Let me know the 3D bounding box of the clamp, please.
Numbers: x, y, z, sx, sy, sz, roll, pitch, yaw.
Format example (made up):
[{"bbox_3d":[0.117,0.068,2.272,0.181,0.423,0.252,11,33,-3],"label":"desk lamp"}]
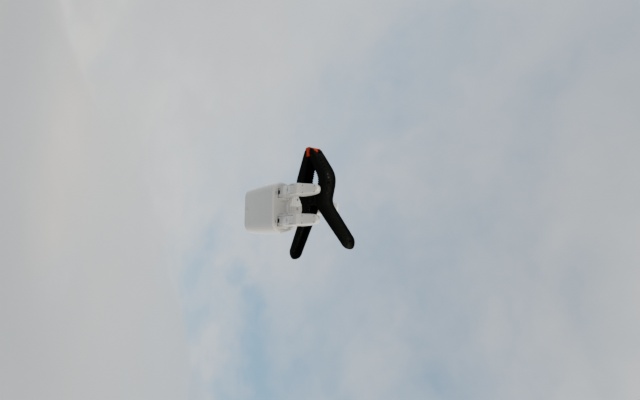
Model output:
[{"bbox_3d":[0.001,0.002,0.876,0.036,0.210,0.164,6,-9,-42],"label":"clamp"}]
